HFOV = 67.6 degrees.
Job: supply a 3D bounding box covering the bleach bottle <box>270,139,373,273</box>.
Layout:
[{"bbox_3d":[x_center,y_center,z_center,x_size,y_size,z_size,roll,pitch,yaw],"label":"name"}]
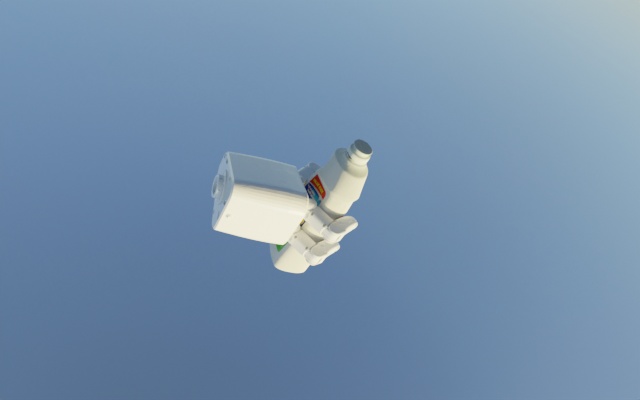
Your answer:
[{"bbox_3d":[0.000,0.002,0.710,0.068,0.102,0.251,14,-46,-23],"label":"bleach bottle"}]
